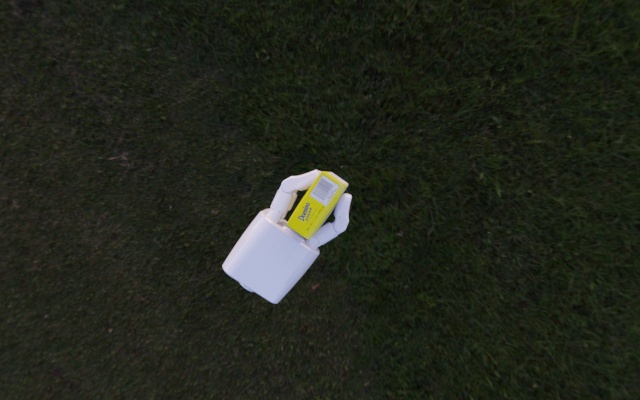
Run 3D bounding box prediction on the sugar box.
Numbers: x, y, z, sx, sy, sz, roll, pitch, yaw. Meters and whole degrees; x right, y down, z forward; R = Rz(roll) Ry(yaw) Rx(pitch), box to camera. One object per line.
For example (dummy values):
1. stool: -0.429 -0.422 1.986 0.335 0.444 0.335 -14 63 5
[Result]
1. sugar box: 0.000 0.002 0.738 0.048 0.093 0.176 35 4 0
